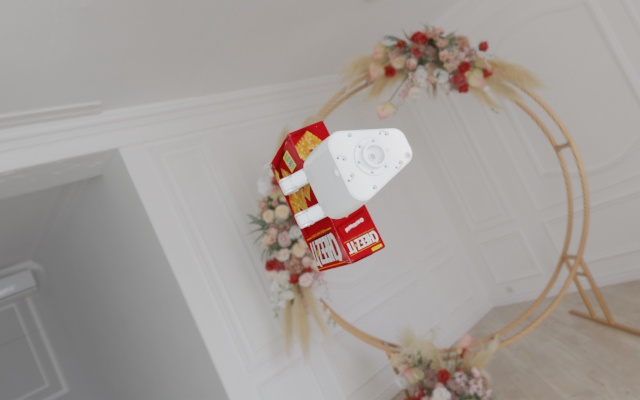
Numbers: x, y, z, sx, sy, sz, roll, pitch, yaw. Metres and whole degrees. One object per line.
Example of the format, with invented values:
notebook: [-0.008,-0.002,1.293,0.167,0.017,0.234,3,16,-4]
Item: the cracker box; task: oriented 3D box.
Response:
cracker box: [0.000,0.002,0.774,0.072,0.213,0.164,-24,-4,-20]
